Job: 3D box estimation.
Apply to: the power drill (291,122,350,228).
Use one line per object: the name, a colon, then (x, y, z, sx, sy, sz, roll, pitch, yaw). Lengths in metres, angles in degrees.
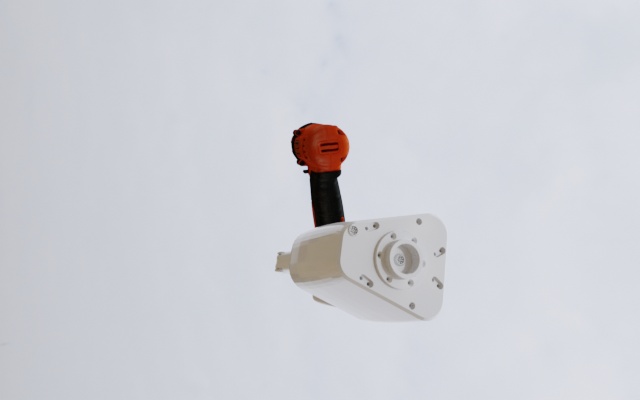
power drill: (0.000, 0.002, 0.565, 0.057, 0.188, 0.184, -9, 9, -7)
